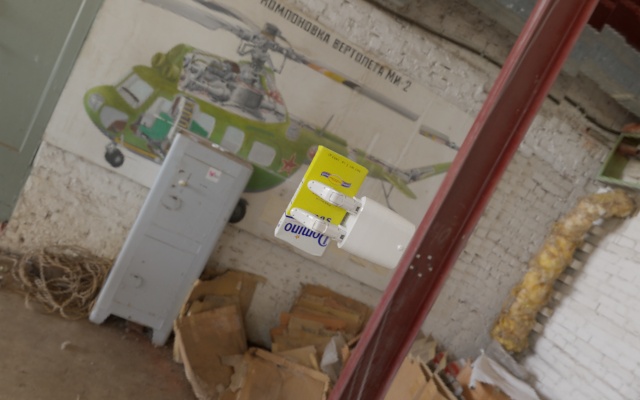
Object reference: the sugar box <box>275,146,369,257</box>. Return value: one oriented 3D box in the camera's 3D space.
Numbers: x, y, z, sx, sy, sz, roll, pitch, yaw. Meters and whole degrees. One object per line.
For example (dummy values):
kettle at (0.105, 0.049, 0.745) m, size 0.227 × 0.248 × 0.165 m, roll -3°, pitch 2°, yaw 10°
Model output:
sugar box at (0.000, 0.003, 0.828) m, size 0.093 × 0.176 × 0.048 m, roll 26°, pitch 6°, yaw -9°
